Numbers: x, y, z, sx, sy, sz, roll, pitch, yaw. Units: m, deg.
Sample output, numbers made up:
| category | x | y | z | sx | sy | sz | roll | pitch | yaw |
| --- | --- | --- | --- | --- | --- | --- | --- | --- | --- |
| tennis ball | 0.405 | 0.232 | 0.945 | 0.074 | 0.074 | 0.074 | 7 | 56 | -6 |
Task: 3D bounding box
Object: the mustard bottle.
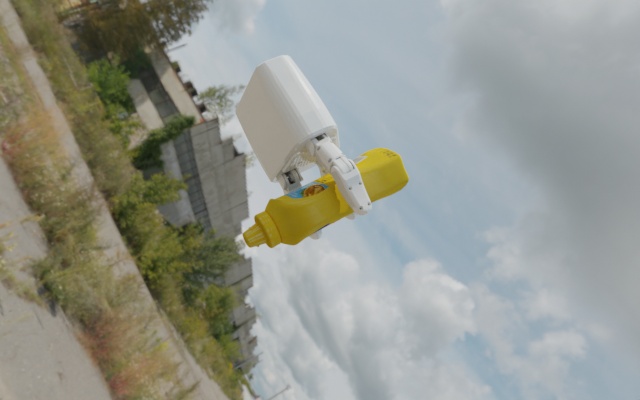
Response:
| category | x | y | z | sx | sy | sz | roll | pitch | yaw |
| --- | --- | --- | --- | --- | --- | --- | --- | --- | --- |
| mustard bottle | 0.000 | 0.002 | 0.545 | 0.191 | 0.058 | 0.096 | -27 | 12 | -18 |
